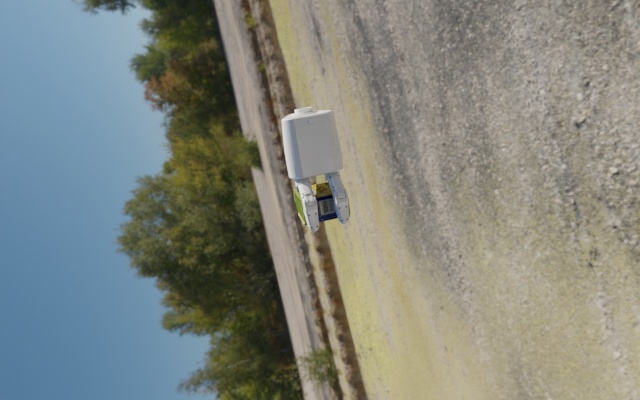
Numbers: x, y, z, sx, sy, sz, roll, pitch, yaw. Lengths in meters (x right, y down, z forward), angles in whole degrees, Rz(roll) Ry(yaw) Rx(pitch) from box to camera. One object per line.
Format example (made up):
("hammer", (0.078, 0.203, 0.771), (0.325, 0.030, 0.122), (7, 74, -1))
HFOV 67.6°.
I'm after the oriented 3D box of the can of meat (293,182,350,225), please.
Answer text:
("can of meat", (0.000, 0.003, 0.882), (0.084, 0.057, 0.102), (-11, 18, -10))
